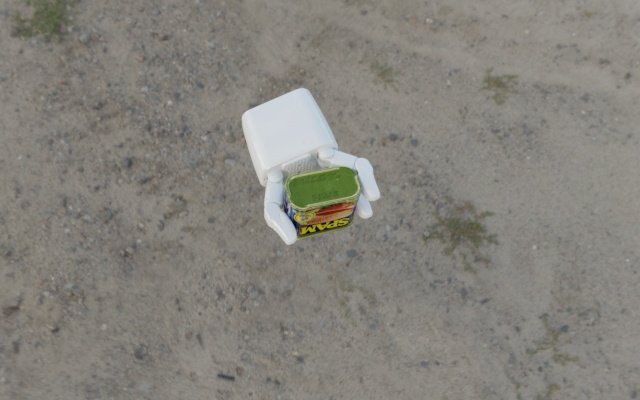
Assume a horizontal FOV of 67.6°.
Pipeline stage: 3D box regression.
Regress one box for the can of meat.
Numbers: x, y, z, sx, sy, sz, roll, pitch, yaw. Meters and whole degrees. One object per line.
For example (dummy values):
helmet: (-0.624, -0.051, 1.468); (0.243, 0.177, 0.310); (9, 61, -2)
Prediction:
can of meat: (0.000, 0.002, 0.636); (0.102, 0.057, 0.084); (-12, -28, -13)
